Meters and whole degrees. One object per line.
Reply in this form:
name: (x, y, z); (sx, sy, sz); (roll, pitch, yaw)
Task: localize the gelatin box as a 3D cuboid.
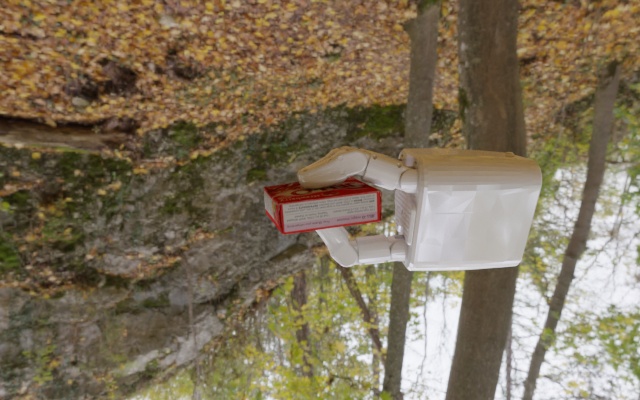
gelatin box: (0.000, 0.002, 0.419); (0.089, 0.030, 0.073); (-8, 14, -14)
